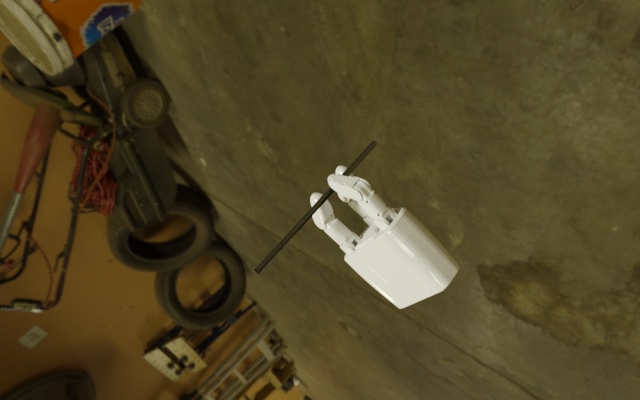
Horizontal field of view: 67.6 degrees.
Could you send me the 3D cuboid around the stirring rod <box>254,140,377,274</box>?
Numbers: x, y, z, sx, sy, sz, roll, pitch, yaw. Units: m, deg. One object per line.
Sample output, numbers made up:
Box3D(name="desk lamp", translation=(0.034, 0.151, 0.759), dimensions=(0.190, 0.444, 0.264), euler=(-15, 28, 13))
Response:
Box3D(name="stirring rod", translation=(0.000, 0.002, 0.605), dimensions=(0.239, 0.011, 0.011), euler=(-48, 24, -24))
